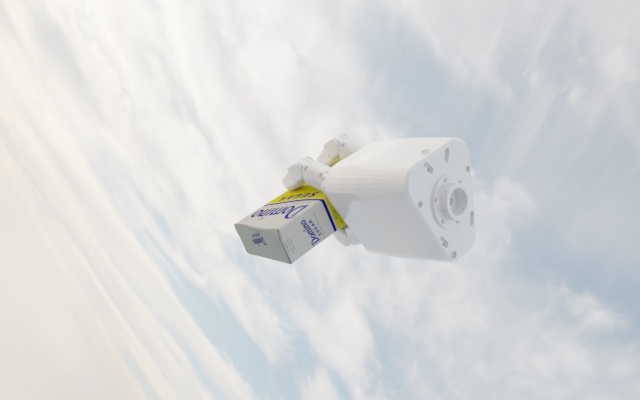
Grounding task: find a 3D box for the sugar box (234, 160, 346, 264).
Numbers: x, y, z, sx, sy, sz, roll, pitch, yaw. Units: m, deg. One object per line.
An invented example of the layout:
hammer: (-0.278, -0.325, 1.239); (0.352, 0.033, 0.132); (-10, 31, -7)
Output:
sugar box: (0.000, 0.001, 0.533); (0.176, 0.048, 0.093); (-32, 20, -32)
